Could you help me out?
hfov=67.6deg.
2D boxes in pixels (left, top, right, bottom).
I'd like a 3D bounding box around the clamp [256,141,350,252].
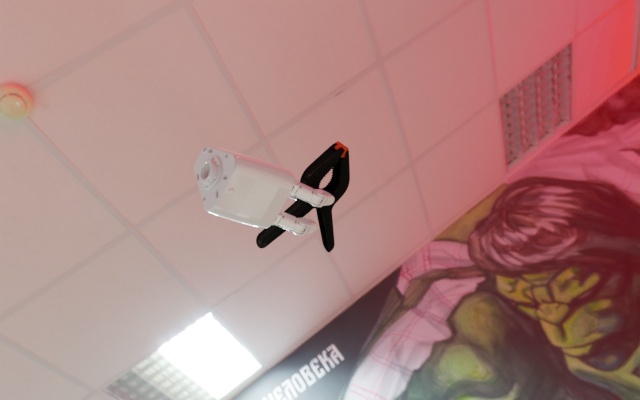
[{"bbox_3d":[0.000,0.002,0.809,0.164,0.210,0.036,17,18,-44],"label":"clamp"}]
